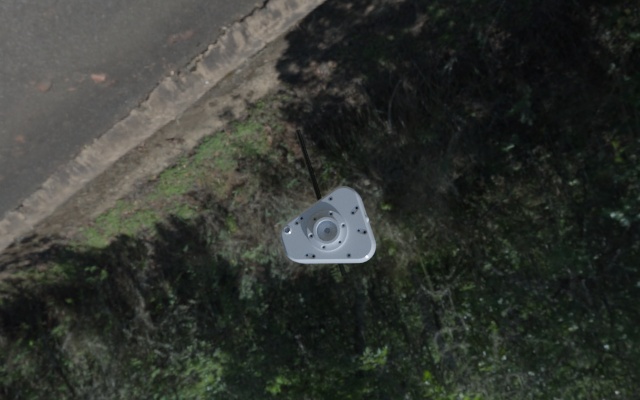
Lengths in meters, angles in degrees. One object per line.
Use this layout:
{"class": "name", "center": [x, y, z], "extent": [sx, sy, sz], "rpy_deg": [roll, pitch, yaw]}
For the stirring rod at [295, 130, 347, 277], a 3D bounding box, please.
{"class": "stirring rod", "center": [0.000, 0.002, 0.747], "extent": [0.011, 0.239, 0.011], "rpy_deg": [-18, -6, -2]}
